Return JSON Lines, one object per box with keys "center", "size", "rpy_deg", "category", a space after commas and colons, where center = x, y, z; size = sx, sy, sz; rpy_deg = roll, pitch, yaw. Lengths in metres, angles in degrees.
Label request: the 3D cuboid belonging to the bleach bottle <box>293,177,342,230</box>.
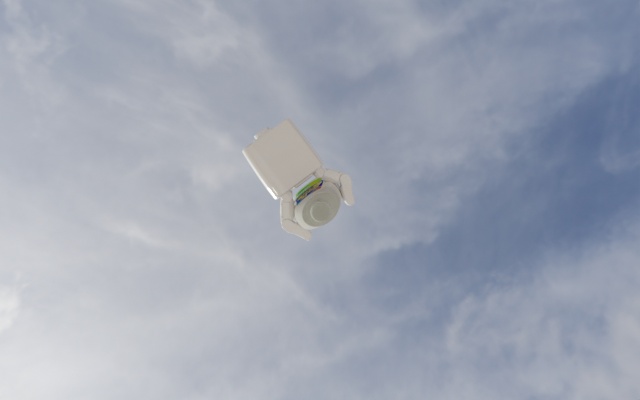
{"center": [0.000, 0.003, 0.863], "size": [0.102, 0.068, 0.251], "rpy_deg": [-35, 6, 0], "category": "bleach bottle"}
